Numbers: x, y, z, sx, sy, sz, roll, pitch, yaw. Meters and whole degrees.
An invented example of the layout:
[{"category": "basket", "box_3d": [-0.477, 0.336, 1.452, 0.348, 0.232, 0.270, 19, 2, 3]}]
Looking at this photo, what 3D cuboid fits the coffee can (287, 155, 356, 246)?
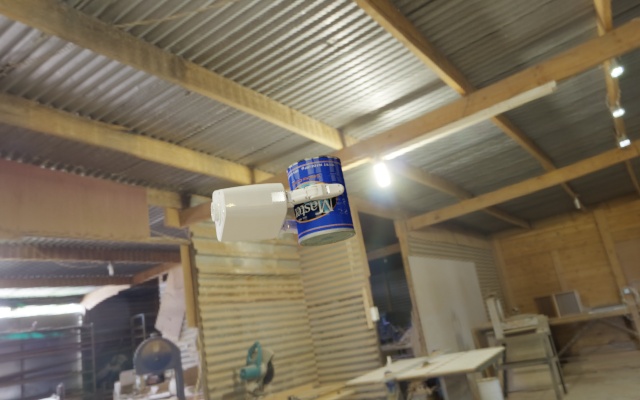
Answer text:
[{"category": "coffee can", "box_3d": [0.000, 0.003, 0.863, 0.103, 0.140, 0.103, -10, -15, -3]}]
